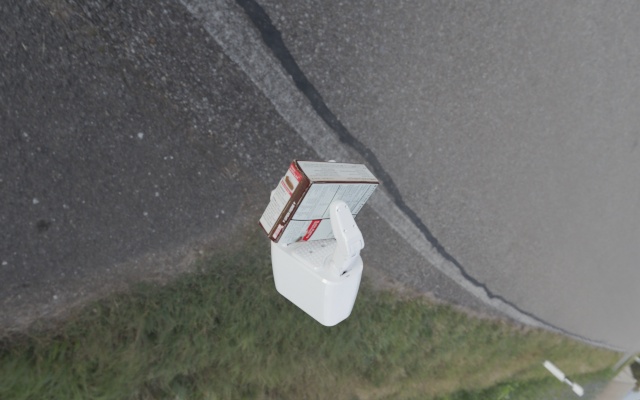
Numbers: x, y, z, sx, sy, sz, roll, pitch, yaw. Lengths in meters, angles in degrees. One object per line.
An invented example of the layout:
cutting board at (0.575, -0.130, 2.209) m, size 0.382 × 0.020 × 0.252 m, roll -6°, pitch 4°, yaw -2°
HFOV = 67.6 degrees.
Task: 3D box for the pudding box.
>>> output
pudding box at (0.000, 0.002, 0.524) m, size 0.113 × 0.090 × 0.039 m, roll -3°, pitch 43°, yaw -47°
